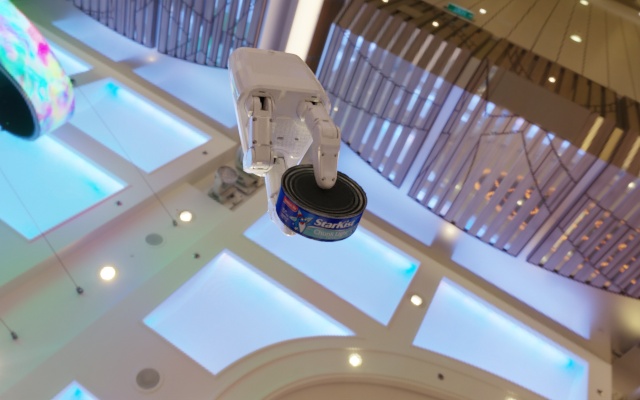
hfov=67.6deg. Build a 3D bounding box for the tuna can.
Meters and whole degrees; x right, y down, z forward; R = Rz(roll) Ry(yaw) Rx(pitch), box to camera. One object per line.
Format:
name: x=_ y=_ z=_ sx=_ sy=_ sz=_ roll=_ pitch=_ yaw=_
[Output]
tuna can: x=0.000 y=0.002 z=0.463 sx=0.086 sy=0.034 sz=0.086 roll=13 pitch=33 yaw=-9
